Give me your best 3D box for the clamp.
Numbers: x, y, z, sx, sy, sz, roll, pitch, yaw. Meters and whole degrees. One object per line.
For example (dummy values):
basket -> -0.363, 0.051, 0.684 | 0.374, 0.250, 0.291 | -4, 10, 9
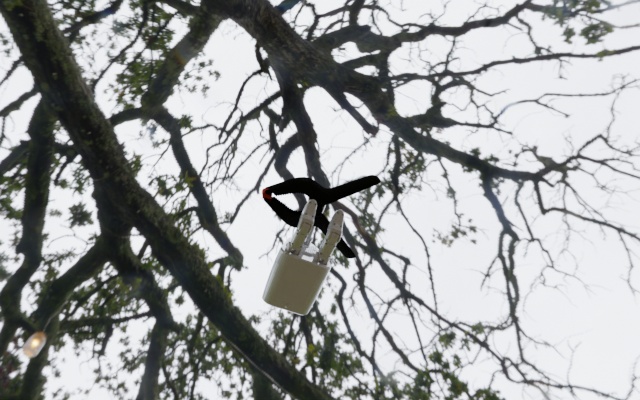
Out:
clamp -> -0.001, 0.003, 0.866 | 0.210, 0.164, 0.036 | 21, 11, -14
